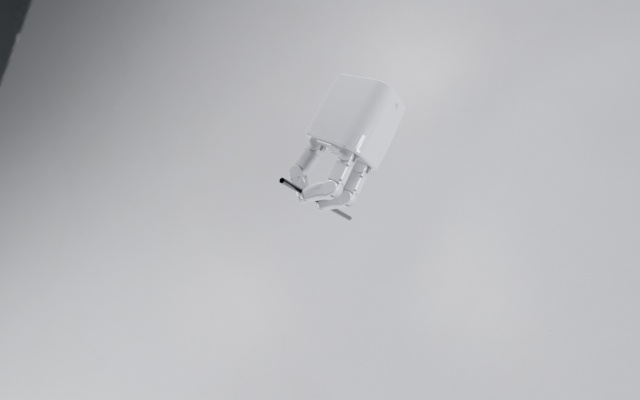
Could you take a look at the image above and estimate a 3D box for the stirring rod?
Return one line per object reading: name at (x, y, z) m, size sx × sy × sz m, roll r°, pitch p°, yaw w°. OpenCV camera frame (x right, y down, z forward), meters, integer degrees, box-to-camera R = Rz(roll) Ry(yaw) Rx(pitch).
stirring rod at (0.000, 0.002, 0.731) m, size 0.011 × 0.011 × 0.239 m, roll 0°, pitch -14°, yaw 26°
